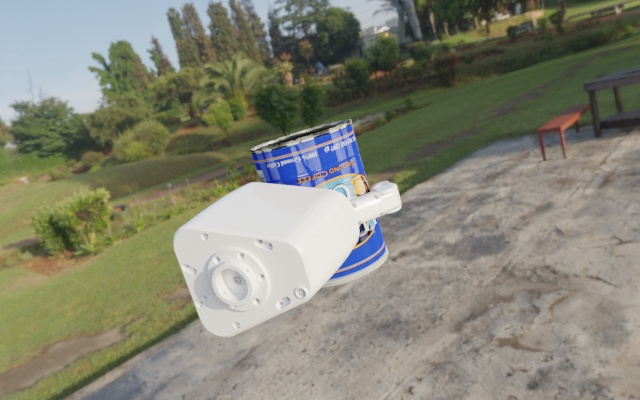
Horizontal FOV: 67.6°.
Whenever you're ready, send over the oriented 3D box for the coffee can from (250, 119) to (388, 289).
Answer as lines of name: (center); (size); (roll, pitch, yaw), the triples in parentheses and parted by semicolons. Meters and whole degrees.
coffee can: (0.000, 0.002, 0.475); (0.103, 0.140, 0.102); (-16, 12, 3)
